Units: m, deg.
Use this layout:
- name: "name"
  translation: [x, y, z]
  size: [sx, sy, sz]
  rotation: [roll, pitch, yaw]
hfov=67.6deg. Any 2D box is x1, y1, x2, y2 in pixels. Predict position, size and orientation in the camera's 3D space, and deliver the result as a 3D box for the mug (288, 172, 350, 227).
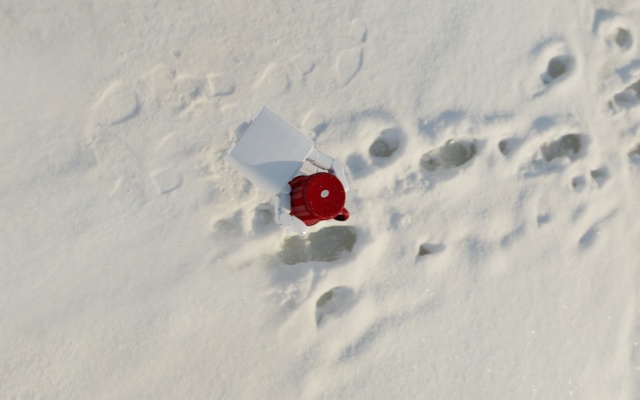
- name: "mug"
  translation: [0.001, 0.004, 0.824]
  size: [0.117, 0.093, 0.081]
  rotation: [36, -20, -18]
